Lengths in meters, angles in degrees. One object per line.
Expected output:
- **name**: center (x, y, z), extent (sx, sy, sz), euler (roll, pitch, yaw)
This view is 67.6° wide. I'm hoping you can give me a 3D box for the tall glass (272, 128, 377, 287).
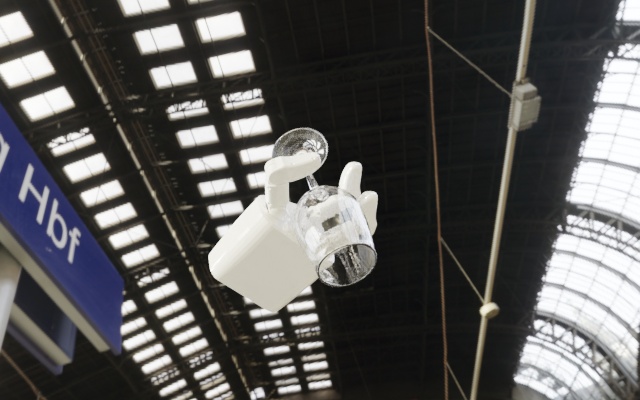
- **tall glass**: center (0.000, 0.001, 0.538), extent (0.079, 0.079, 0.201), euler (0, 39, -20)
